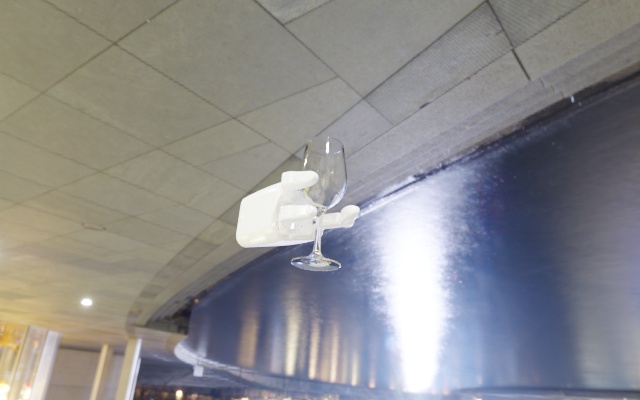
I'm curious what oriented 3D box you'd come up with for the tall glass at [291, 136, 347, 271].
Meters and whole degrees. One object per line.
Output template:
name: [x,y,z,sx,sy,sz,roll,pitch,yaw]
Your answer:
tall glass: [0.000,0.003,0.739,0.079,0.201,0.079,4,-21,2]
